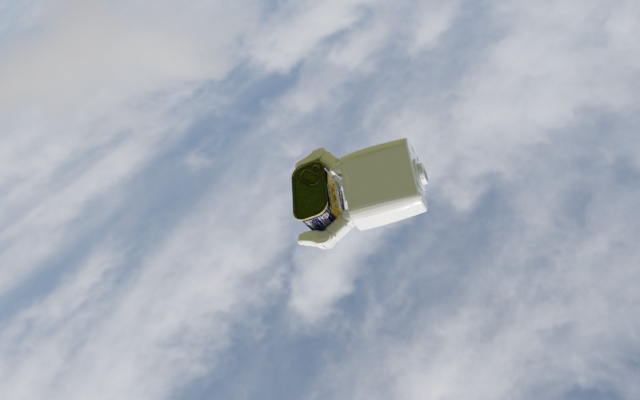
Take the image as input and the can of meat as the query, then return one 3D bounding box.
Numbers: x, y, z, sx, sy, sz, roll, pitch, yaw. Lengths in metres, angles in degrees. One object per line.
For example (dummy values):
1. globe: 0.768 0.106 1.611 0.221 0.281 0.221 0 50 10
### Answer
1. can of meat: 0.000 0.003 0.752 0.057 0.102 0.084 -19 -36 19
